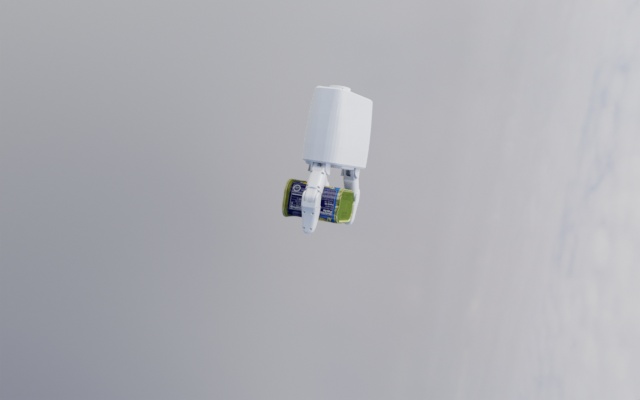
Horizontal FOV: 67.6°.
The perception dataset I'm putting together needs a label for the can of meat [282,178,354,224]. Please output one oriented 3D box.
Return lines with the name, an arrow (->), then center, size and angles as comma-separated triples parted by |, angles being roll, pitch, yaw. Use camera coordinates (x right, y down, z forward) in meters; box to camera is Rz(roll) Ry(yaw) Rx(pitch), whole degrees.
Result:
can of meat -> 0.000, 0.002, 0.721 | 0.084, 0.057, 0.102 | 9, 2, 16
